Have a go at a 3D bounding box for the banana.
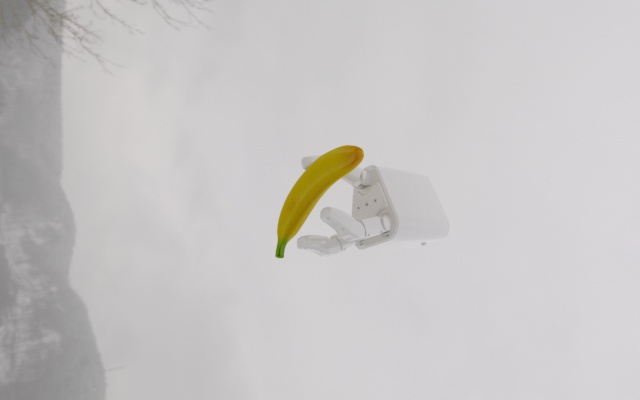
[{"bbox_3d":[-0.006,-0.010,0.594,0.037,0.069,0.198,10,-47,-32],"label":"banana"}]
